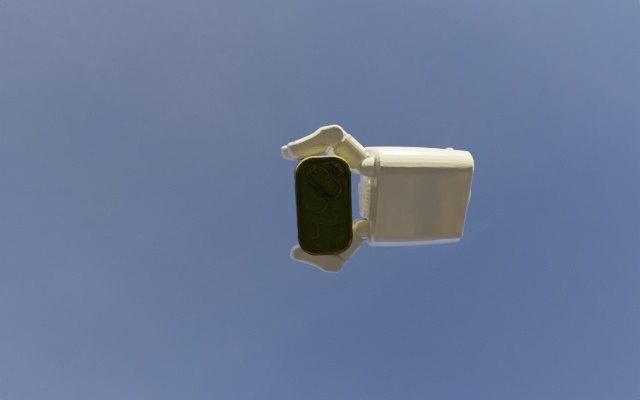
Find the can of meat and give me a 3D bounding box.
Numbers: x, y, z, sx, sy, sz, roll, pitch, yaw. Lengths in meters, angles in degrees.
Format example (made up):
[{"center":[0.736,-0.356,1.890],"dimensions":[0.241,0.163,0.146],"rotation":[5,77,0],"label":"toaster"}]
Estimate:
[{"center":[0.000,0.002,0.526],"dimensions":[0.057,0.102,0.084],"rotation":[-3,6,-5],"label":"can of meat"}]
